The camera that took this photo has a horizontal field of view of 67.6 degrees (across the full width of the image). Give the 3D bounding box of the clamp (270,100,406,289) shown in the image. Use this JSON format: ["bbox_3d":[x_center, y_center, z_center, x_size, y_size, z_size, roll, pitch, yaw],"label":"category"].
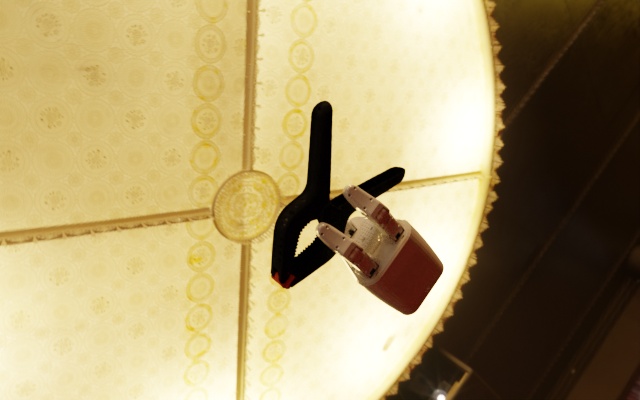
[{"bbox_3d":[-0.001,0.002,0.556,0.165,0.210,0.036,42,-9,-37],"label":"clamp"}]
